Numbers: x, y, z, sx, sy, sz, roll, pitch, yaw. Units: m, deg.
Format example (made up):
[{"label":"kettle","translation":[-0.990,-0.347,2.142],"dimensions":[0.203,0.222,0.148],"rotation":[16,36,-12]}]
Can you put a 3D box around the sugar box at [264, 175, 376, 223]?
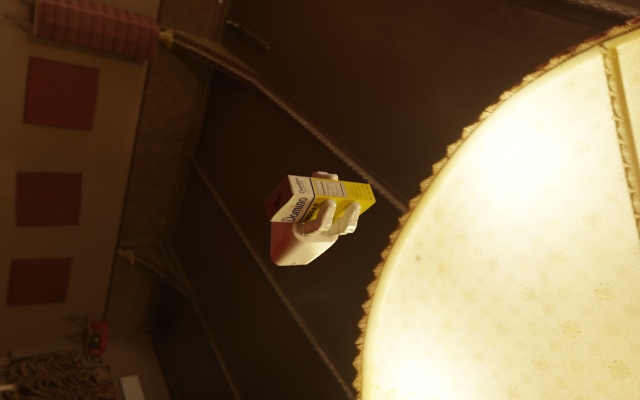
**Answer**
[{"label":"sugar box","translation":[0.000,0.003,0.843],"dimensions":[0.176,0.048,0.093],"rotation":[1,-31,-36]}]
